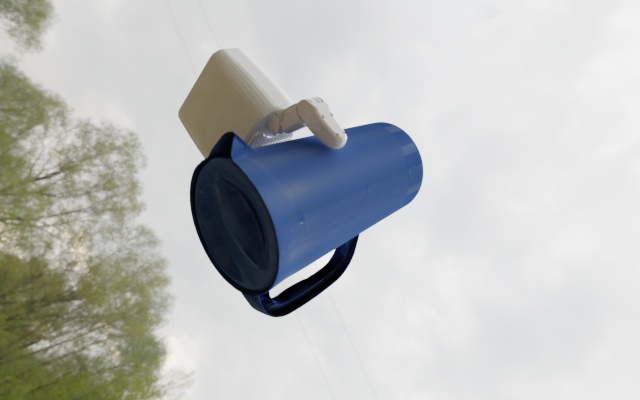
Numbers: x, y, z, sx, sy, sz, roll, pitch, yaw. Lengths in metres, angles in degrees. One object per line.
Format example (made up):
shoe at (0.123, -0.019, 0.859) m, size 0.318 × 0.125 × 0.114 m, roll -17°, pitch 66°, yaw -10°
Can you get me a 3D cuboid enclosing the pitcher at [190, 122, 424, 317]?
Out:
pitcher at (0.000, 0.001, 0.505) m, size 0.243 × 0.145 × 0.149 m, roll -22°, pitch -25°, yaw -40°
